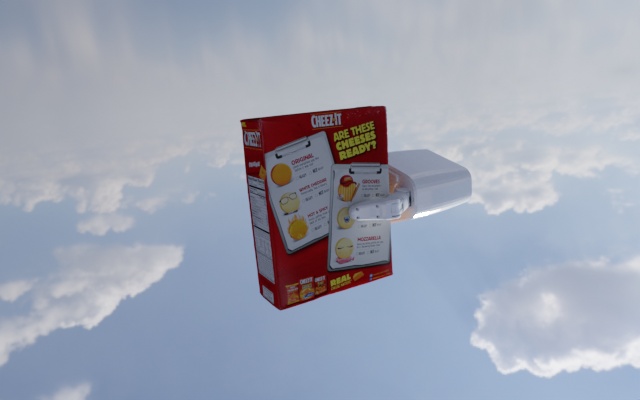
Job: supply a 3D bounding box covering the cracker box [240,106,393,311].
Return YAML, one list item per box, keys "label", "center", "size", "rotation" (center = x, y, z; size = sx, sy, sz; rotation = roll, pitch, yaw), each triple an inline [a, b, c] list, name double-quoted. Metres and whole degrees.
- label: "cracker box"
  center: [0.000, 0.002, 0.570]
  size: [0.164, 0.214, 0.072]
  rotation: [-12, 14, -29]
